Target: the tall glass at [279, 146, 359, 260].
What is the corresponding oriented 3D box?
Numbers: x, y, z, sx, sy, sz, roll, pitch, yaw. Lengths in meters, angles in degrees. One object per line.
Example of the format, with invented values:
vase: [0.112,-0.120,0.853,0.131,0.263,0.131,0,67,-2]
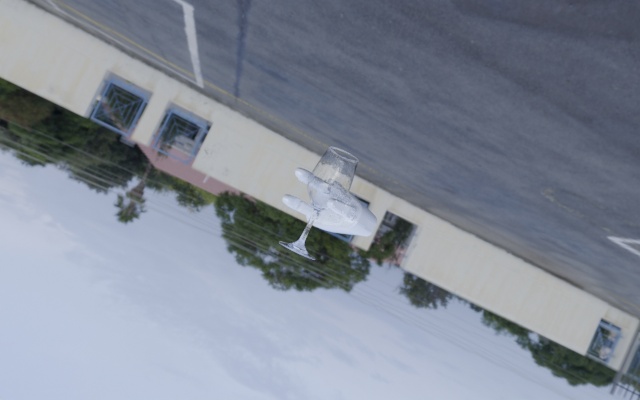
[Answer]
tall glass: [0.000,0.003,0.878,0.079,0.201,0.079,26,-2,1]
